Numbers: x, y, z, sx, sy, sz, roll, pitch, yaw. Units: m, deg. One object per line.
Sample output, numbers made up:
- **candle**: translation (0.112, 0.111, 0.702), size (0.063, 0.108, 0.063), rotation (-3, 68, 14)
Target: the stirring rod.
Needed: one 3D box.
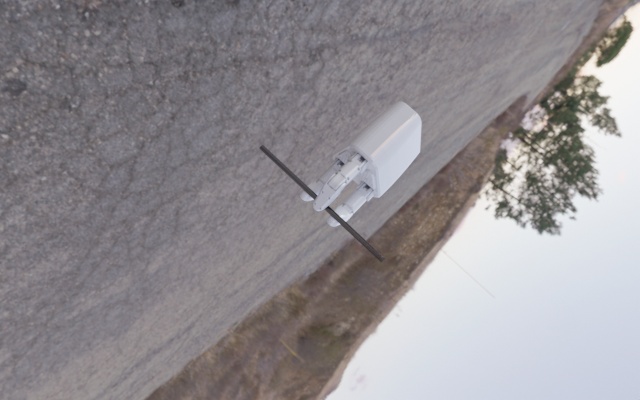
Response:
- **stirring rod**: translation (0.000, 0.002, 0.680), size (0.239, 0.011, 0.011), rotation (43, 8, 9)
